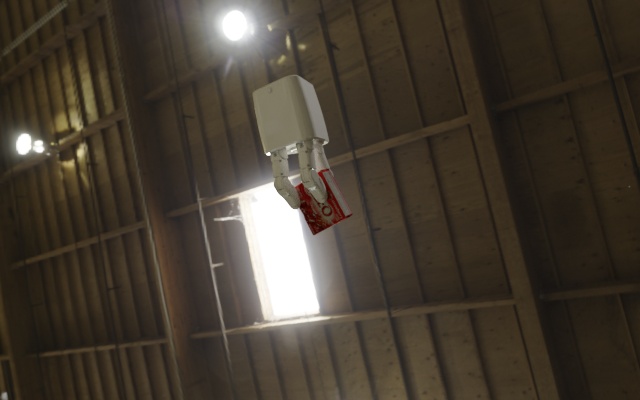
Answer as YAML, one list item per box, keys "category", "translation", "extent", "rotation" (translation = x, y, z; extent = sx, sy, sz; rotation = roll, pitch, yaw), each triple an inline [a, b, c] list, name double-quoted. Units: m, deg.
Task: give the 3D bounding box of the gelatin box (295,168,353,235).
- category: "gelatin box"
  translation: [0.001, 0.003, 0.789]
  extent: [0.073, 0.089, 0.030]
  rotation: [-30, -5, 32]
